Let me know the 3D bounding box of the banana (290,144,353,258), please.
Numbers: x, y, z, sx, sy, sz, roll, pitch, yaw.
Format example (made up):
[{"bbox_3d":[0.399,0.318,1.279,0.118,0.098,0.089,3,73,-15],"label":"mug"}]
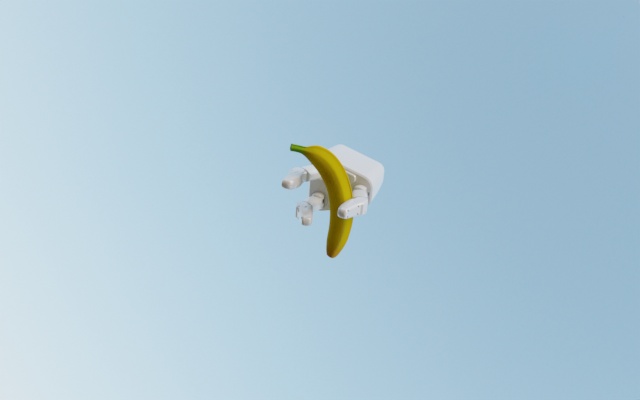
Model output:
[{"bbox_3d":[0.017,-0.005,0.738,0.069,0.198,0.037,-14,18,14],"label":"banana"}]
